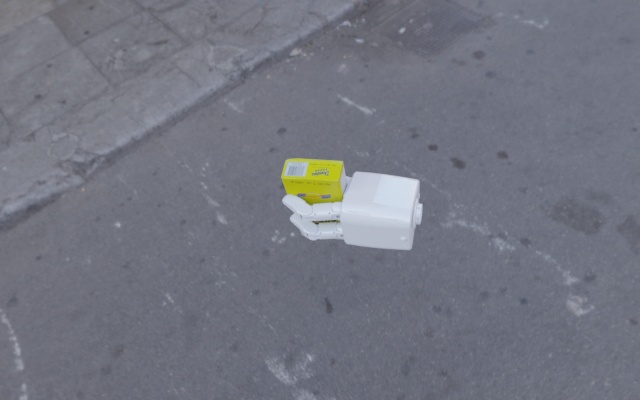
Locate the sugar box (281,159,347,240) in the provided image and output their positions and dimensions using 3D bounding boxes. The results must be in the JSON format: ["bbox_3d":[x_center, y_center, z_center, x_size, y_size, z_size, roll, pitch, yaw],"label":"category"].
[{"bbox_3d":[0.000,0.003,0.790,0.093,0.048,0.176,4,-36,14],"label":"sugar box"}]
